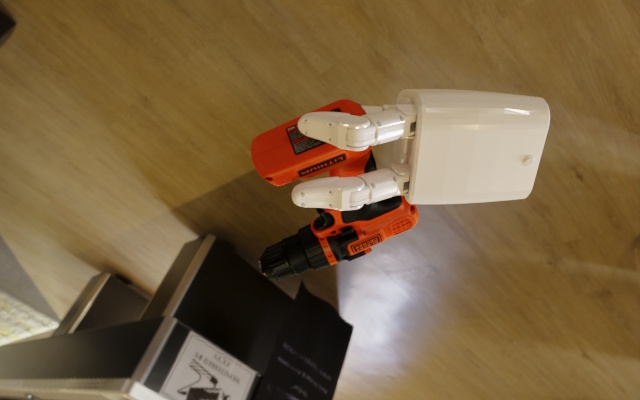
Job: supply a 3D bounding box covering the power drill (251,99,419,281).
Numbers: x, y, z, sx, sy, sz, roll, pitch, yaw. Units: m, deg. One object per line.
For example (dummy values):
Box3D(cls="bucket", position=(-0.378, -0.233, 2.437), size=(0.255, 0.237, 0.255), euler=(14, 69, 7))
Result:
Box3D(cls="power drill", position=(0.000, 0.001, 0.472), size=(0.184, 0.057, 0.188), euler=(-24, -37, 1))
